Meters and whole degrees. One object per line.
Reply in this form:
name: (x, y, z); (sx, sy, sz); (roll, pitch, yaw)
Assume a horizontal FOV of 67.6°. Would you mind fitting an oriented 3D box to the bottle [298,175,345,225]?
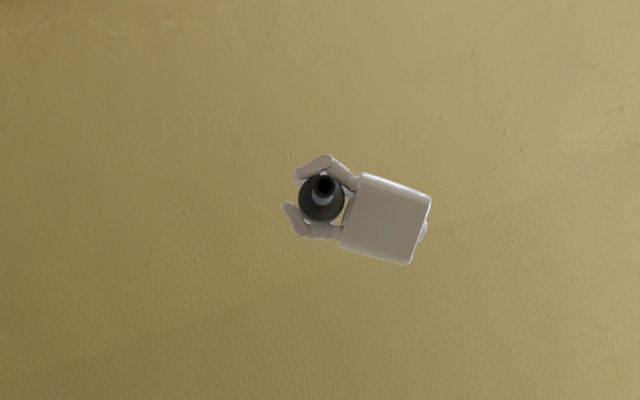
bottle: (0.000, 0.002, 0.706); (0.069, 0.069, 0.296); (0, -8, -2)
